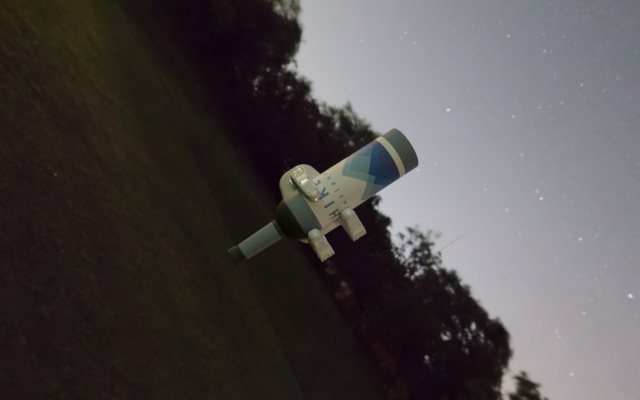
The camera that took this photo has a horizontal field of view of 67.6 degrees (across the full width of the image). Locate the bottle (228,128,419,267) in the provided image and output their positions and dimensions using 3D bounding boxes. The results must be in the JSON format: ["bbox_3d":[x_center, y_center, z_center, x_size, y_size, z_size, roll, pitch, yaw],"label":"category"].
[{"bbox_3d":[0.000,0.002,0.681,0.295,0.069,0.069,-33,3,-5],"label":"bottle"}]
